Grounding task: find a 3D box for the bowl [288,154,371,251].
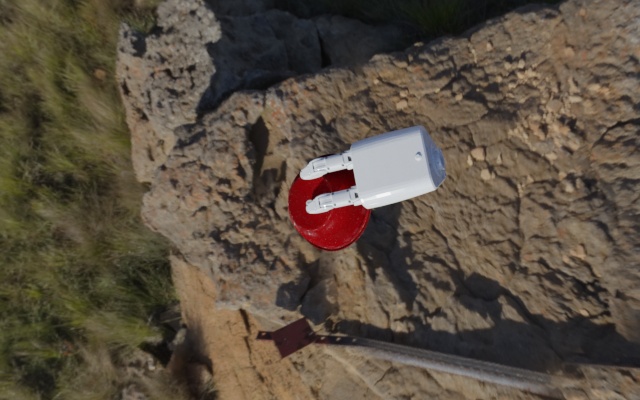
[{"bbox_3d":[-0.001,0.003,0.769,0.162,0.162,0.055,0,-1,38],"label":"bowl"}]
